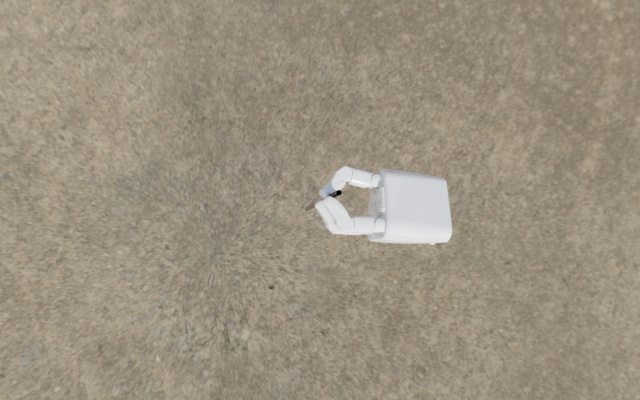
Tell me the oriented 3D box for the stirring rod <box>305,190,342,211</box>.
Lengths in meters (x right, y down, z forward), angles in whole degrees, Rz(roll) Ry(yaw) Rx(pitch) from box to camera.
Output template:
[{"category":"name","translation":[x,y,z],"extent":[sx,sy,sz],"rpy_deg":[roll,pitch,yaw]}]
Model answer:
[{"category":"stirring rod","translation":[0.000,0.003,0.775],"extent":[0.011,0.011,0.239],"rpy_deg":[0,-6,-12]}]
